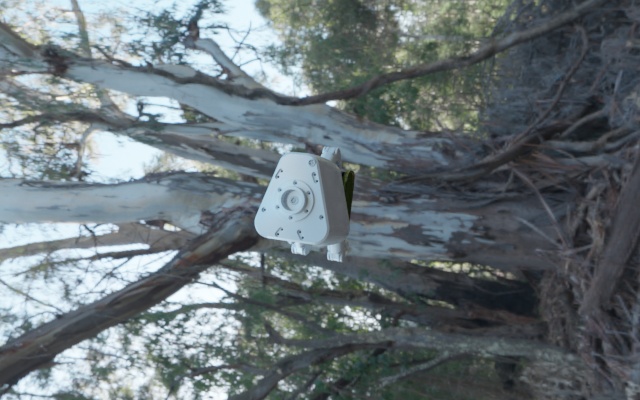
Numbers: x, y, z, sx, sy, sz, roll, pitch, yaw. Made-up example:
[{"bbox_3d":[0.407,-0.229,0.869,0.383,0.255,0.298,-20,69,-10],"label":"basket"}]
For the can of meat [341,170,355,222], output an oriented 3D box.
[{"bbox_3d":[0.000,0.002,0.702,0.084,0.102,0.057,7,2,14],"label":"can of meat"}]
